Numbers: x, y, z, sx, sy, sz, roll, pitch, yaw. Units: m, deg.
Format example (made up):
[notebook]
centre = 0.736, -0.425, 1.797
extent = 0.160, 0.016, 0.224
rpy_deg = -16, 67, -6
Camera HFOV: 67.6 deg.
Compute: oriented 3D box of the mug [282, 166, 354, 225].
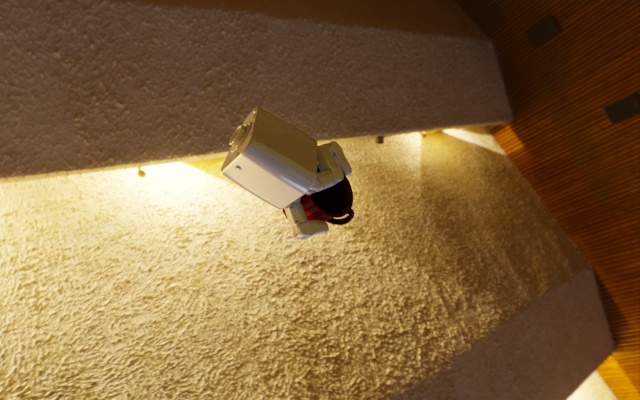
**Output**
[mug]
centre = 0.001, 0.003, 0.759
extent = 0.117, 0.093, 0.081
rpy_deg = 33, -39, -23
